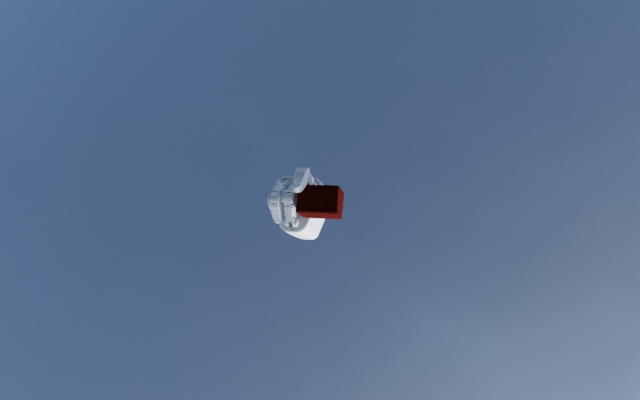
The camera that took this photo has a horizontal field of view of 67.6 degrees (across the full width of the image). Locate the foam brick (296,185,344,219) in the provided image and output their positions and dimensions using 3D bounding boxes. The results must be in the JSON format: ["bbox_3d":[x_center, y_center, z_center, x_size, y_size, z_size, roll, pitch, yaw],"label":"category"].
[{"bbox_3d":[0.000,0.003,0.870,0.078,0.053,0.051,3,-14,16],"label":"foam brick"}]
